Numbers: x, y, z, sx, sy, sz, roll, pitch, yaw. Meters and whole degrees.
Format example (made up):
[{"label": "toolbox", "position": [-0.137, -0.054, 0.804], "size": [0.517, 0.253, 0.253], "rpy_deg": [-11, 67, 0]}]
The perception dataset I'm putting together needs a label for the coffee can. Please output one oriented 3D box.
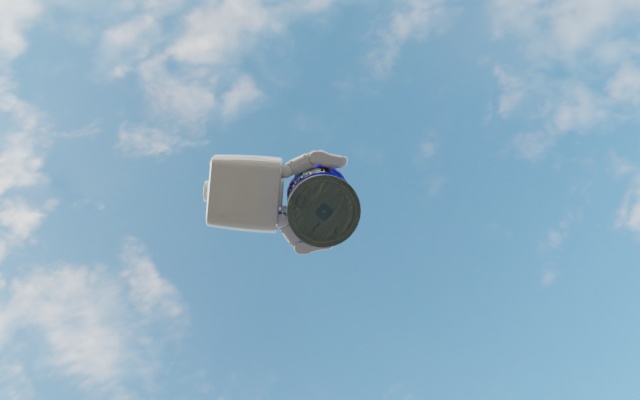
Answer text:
[{"label": "coffee can", "position": [0.000, 0.002, 0.721], "size": [0.103, 0.103, 0.140], "rpy_deg": [0, 11, -4]}]
